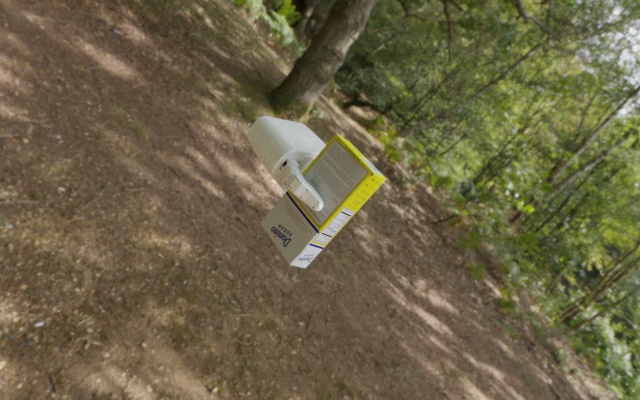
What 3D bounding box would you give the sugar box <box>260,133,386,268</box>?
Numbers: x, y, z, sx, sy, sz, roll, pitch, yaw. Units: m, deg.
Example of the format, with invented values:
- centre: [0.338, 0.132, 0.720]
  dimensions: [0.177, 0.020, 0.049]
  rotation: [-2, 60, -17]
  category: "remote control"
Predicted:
- centre: [0.000, 0.002, 0.681]
  dimensions: [0.048, 0.176, 0.093]
  rotation: [21, 25, -52]
  category: "sugar box"
